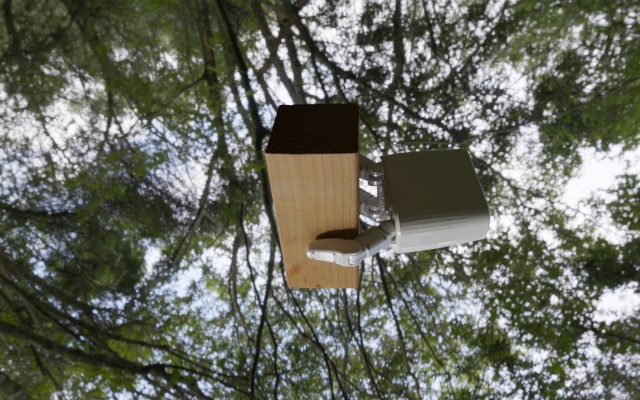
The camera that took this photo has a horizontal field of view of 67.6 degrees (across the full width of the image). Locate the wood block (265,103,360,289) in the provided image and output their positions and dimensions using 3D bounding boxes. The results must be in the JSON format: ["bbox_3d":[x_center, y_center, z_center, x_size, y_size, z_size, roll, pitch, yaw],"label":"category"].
[{"bbox_3d":[0.000,0.002,0.546,0.090,0.206,0.090,0,42,6],"label":"wood block"}]
